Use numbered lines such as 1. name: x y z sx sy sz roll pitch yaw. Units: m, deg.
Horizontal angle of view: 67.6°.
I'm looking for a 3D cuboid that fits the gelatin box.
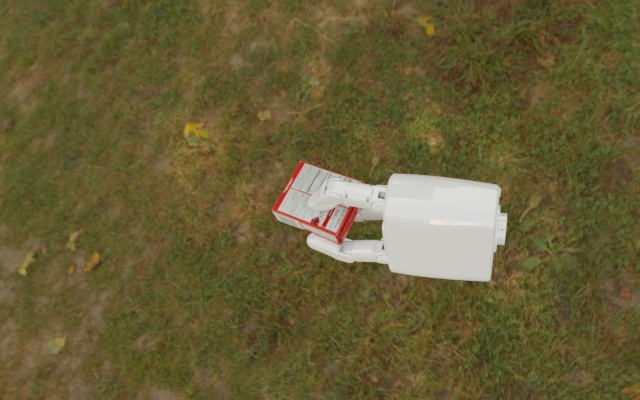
1. gelatin box: 0.000 0.001 0.554 0.089 0.073 0.030 20 -22 22
